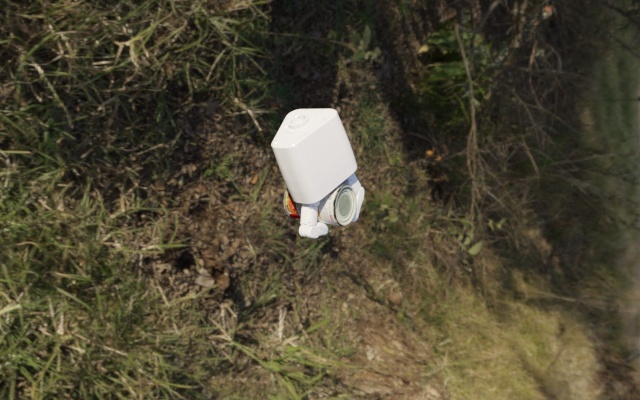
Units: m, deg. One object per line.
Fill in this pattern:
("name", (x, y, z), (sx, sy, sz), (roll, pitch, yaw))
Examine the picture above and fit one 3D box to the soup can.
("soup can", (0.000, 0.003, 0.786), (0.102, 0.068, 0.068), (7, 4, 35))
